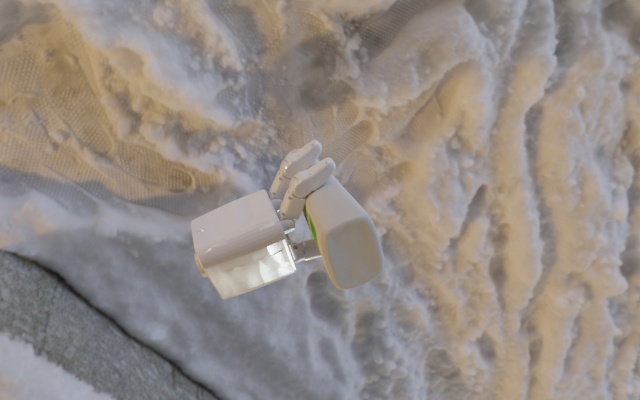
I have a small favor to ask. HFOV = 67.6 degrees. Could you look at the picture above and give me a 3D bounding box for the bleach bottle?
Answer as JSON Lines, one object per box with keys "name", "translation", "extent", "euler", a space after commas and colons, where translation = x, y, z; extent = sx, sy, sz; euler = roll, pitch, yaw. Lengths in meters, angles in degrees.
{"name": "bleach bottle", "translation": [0.000, 0.002, 0.634], "extent": [0.068, 0.103, 0.250], "euler": [-22, 32, -7]}
